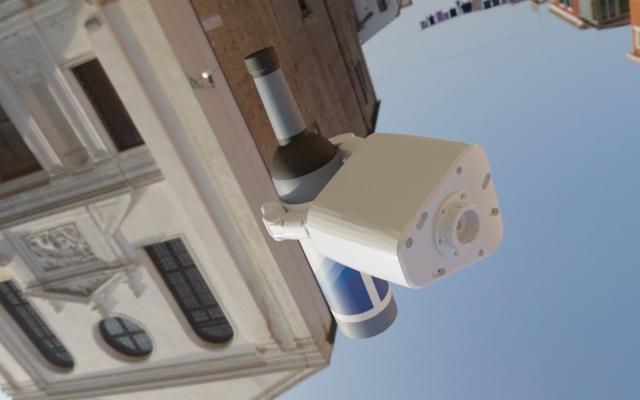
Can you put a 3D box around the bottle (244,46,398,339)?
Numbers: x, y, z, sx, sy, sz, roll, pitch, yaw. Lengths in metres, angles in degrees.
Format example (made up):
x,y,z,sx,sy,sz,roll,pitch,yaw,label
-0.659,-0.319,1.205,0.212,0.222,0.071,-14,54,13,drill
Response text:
x,y,z,sx,sy,sz,roll,pitch,yaw,label
0.000,0.002,0.455,0.069,0.296,0.069,-19,25,9,bottle
